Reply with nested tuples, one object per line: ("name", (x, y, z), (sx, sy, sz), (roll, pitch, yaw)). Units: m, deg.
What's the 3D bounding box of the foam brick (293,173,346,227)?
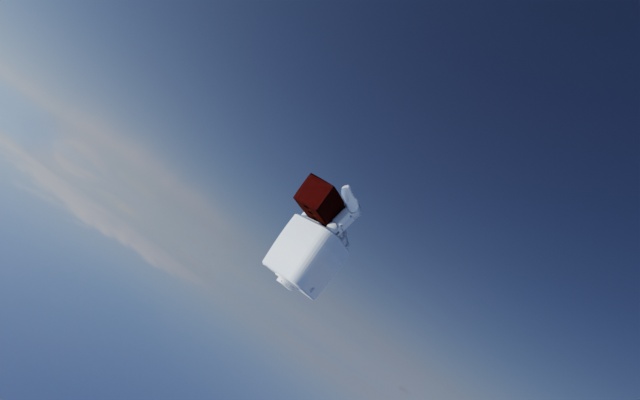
("foam brick", (0.000, 0.002, 0.791), (0.053, 0.051, 0.078), (30, -14, 31))
